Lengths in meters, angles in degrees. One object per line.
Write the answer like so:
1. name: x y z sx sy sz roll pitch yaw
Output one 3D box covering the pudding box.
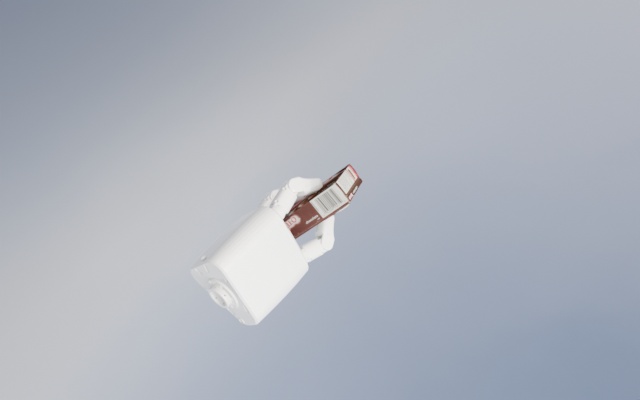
1. pudding box: 0.000 0.002 0.690 0.113 0.039 0.090 -33 10 25
